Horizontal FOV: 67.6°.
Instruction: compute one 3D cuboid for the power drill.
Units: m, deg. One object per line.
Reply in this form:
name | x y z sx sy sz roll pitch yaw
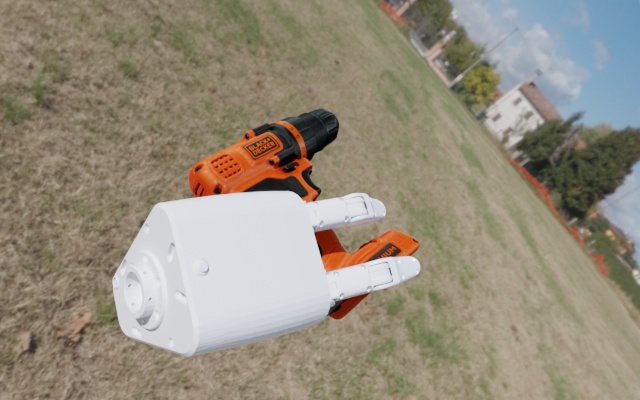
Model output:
power drill | 0.000 0.002 0.449 0.184 0.187 0.057 -35 -16 -38
